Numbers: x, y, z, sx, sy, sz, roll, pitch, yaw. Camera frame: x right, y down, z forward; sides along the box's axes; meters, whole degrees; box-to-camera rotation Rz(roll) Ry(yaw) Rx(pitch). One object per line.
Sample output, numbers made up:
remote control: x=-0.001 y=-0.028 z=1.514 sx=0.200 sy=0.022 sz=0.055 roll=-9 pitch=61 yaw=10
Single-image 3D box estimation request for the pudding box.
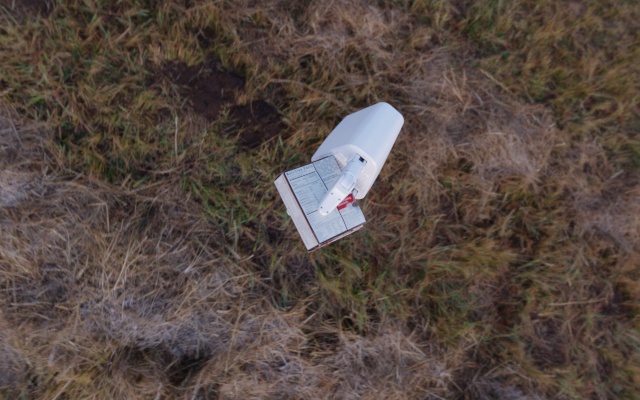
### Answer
pudding box: x=0.000 y=0.002 z=0.658 sx=0.090 sy=0.113 sz=0.039 roll=-22 pitch=-9 yaw=-32
